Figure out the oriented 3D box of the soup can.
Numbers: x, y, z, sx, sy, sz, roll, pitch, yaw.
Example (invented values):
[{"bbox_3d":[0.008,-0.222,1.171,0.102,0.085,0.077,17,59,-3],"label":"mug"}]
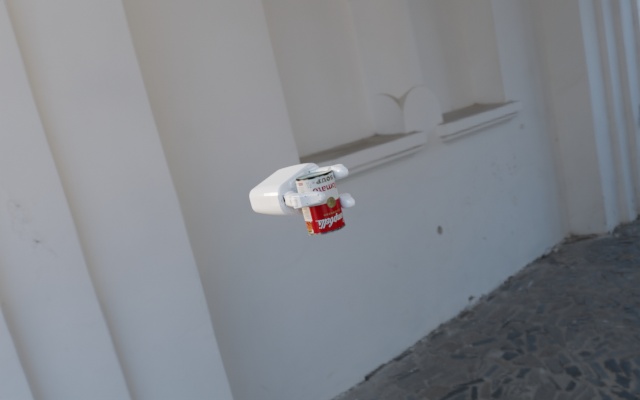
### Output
[{"bbox_3d":[0.000,0.002,0.836,0.068,0.102,0.068,-13,9,2],"label":"soup can"}]
